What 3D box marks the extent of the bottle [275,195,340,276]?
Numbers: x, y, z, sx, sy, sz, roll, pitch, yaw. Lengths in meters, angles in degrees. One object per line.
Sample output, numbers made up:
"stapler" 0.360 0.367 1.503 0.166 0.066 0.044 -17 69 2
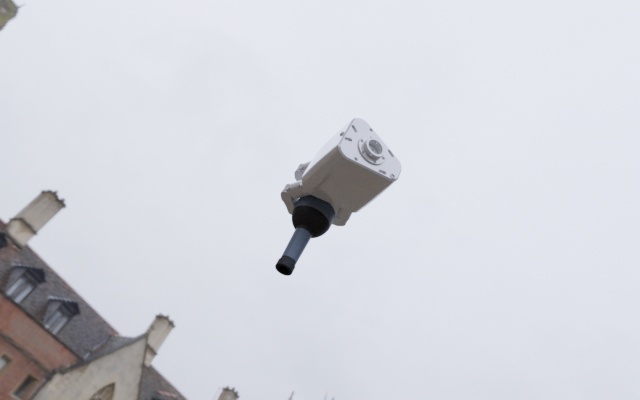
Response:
"bottle" 0.000 0.002 0.788 0.069 0.069 0.295 0 42 30
